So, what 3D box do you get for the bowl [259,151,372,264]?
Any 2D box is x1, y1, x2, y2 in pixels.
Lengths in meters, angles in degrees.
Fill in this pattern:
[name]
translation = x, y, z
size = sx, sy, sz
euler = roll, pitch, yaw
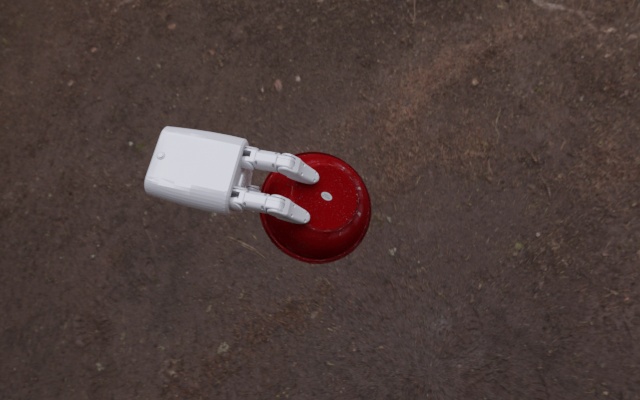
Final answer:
[bowl]
translation = 0.002, 0.002, 0.644
size = 0.162, 0.162, 0.055
euler = 0, -14, -14
